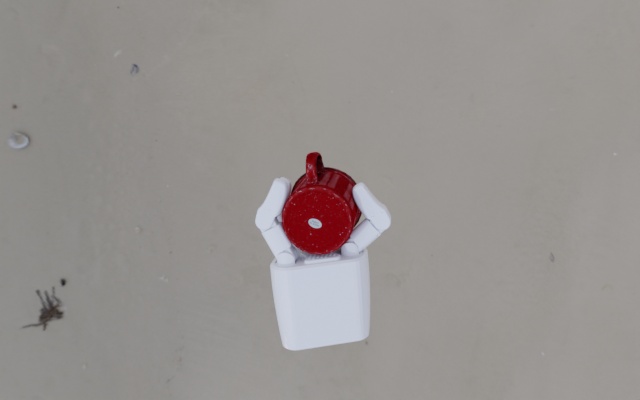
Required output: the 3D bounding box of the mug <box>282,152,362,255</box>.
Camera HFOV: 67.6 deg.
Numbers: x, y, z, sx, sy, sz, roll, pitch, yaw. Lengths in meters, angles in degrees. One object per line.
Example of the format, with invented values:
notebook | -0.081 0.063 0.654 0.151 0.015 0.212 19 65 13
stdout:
mug | 0.000 0.000 0.557 0.093 0.117 0.081 -4 14 9
